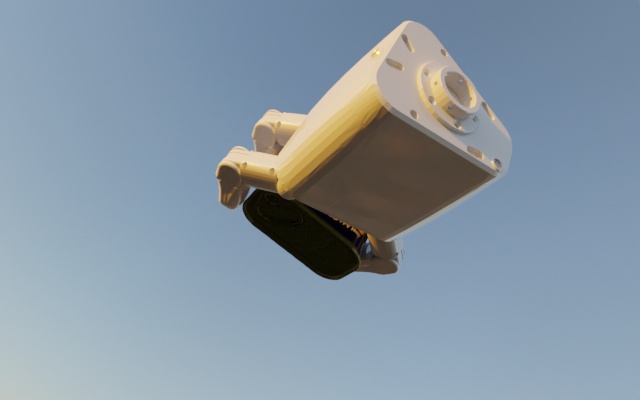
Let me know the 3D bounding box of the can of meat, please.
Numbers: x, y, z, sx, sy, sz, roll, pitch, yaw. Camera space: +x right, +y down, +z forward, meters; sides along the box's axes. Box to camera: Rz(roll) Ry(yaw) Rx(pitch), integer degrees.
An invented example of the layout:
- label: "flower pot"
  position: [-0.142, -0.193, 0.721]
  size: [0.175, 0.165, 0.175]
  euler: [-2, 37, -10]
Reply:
- label: "can of meat"
  position: [0.000, 0.001, 0.402]
  size: [0.102, 0.084, 0.057]
  euler: [39, -40, -9]
